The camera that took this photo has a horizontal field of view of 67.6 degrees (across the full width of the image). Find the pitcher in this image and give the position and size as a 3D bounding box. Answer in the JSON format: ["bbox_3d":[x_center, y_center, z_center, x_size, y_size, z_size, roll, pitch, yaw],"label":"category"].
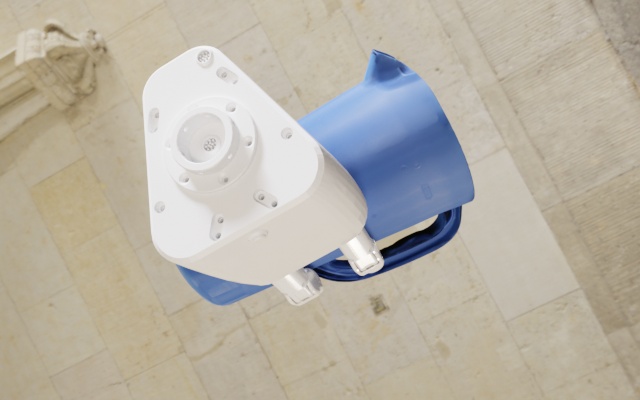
[{"bbox_3d":[0.000,0.001,0.416,0.243,0.149,0.145,-27,-18,6],"label":"pitcher"}]
